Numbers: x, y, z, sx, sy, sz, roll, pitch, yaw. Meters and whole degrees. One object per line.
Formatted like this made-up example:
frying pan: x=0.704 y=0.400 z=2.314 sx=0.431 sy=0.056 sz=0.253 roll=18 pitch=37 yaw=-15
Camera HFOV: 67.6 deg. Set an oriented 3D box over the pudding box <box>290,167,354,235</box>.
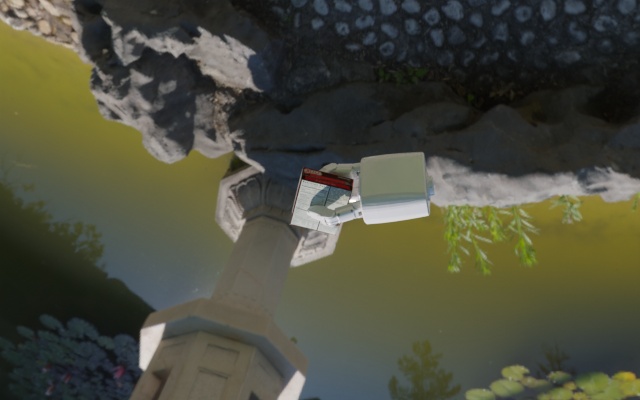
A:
pudding box: x=0.000 y=0.003 z=0.828 sx=0.090 sy=0.114 sz=0.039 roll=14 pitch=39 yaw=-3
